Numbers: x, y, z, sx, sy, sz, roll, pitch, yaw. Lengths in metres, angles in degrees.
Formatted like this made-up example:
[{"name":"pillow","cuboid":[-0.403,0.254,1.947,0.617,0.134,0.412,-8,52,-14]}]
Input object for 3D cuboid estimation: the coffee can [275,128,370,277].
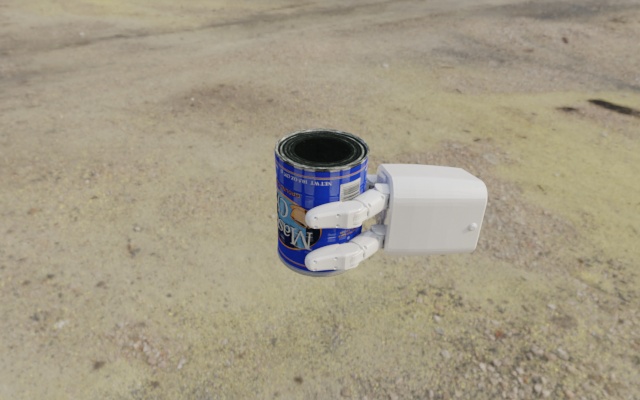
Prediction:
[{"name":"coffee can","cuboid":[0.000,0.002,0.550,0.103,0.140,0.102,1,32,-1]}]
